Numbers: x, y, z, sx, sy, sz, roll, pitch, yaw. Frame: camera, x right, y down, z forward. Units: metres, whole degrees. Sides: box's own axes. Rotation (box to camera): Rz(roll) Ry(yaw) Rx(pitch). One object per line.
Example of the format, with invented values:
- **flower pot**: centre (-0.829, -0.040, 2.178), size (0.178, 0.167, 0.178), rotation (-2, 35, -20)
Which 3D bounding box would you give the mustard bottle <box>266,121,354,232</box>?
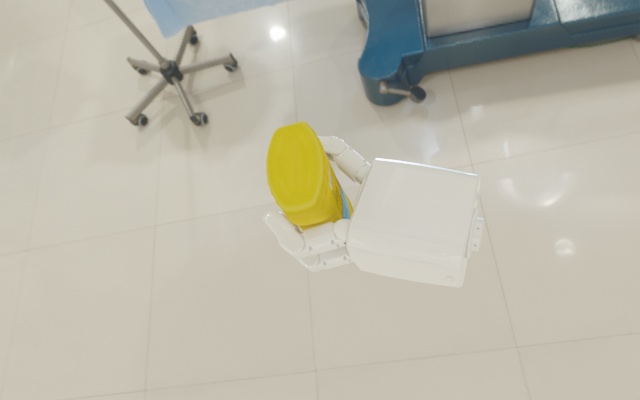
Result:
- **mustard bottle**: centre (0.000, 0.002, 0.524), size (0.058, 0.096, 0.192), rotation (-14, -26, 10)
